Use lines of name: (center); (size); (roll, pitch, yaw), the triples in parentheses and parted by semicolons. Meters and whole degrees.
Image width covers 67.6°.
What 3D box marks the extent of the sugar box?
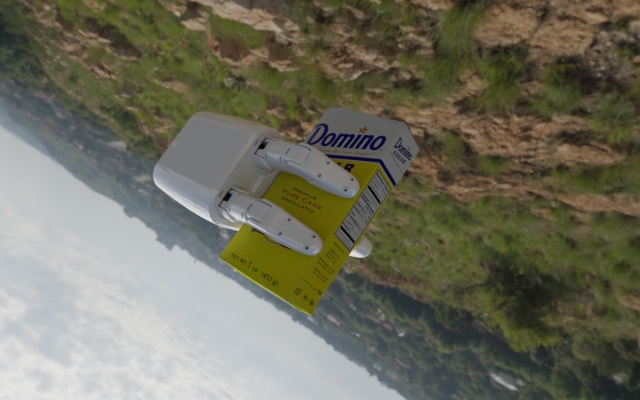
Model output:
sugar box: (0.000, 0.001, 0.415); (0.093, 0.176, 0.048); (22, -16, 40)
